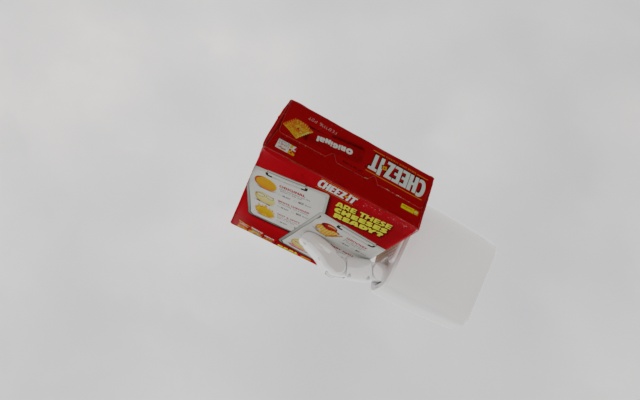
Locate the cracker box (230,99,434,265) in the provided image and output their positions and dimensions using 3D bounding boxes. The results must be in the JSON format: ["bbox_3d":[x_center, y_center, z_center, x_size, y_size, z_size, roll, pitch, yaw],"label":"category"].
[{"bbox_3d":[0.000,0.002,0.535,0.164,0.072,0.214,27,-27,-7],"label":"cracker box"}]
